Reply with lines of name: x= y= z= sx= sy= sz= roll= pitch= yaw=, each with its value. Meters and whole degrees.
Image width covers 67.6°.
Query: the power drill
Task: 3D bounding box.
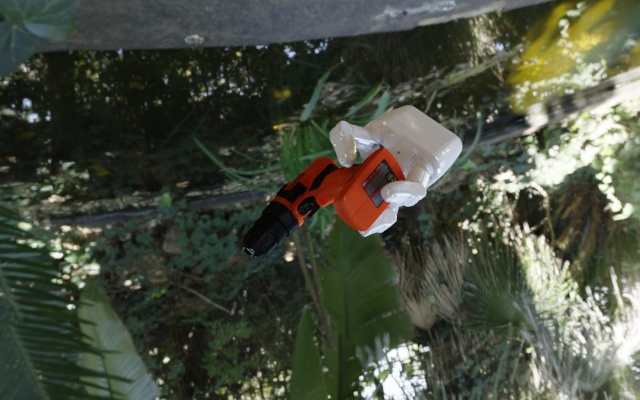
power drill: x=0.001 y=0.002 z=0.598 sx=0.187 sy=0.057 sz=0.184 roll=-6 pitch=38 yaw=54
